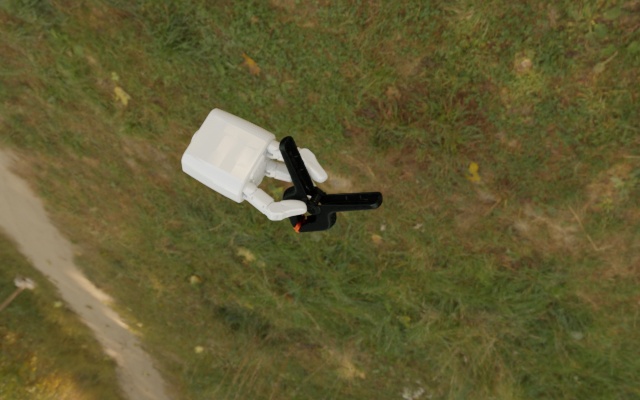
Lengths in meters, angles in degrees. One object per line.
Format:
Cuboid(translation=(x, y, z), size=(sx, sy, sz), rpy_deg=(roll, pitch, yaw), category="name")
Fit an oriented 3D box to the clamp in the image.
Cuboid(translation=(-0.001, 0.003, 0.736), size=(0.164, 0.036, 0.210), rpy_deg=(30, -31, 6), category="clamp")
